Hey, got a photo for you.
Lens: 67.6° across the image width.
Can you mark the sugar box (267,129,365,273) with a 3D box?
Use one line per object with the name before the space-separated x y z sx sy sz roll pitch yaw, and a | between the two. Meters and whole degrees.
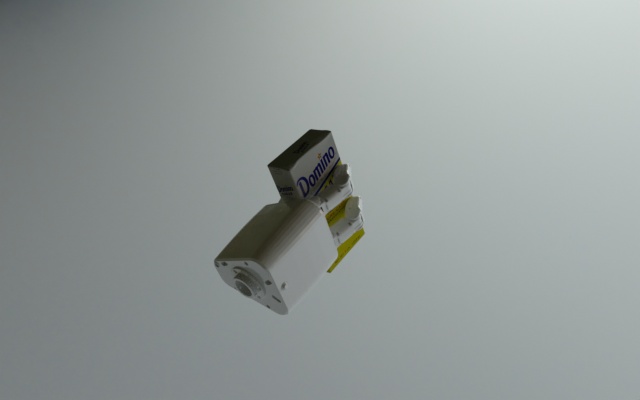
sugar box | 0.000 0.002 0.649 0.048 0.176 0.093 13 46 38
